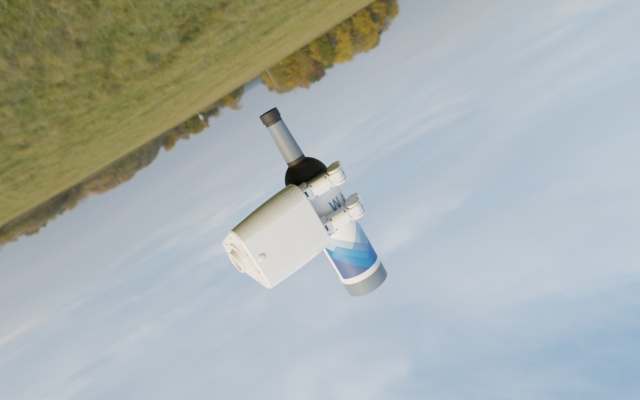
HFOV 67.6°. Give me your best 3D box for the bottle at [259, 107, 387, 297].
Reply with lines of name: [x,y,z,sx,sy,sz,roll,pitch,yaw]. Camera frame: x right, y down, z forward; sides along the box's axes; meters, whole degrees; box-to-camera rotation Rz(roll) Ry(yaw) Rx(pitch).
bottle: [0.000,0.002,0.686,0.069,0.296,0.069,-28,16,9]
